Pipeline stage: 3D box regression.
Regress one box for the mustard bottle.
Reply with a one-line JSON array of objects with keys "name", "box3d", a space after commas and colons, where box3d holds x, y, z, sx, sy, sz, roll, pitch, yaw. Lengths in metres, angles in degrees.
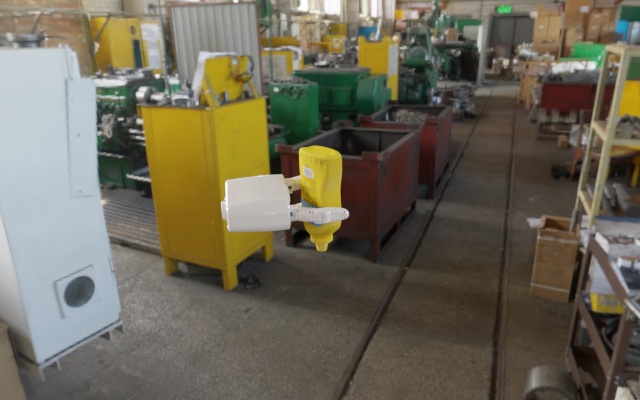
[{"name": "mustard bottle", "box3d": [0.000, 0.003, 0.865, 0.058, 0.192, 0.096, -14, 23, -32]}]
